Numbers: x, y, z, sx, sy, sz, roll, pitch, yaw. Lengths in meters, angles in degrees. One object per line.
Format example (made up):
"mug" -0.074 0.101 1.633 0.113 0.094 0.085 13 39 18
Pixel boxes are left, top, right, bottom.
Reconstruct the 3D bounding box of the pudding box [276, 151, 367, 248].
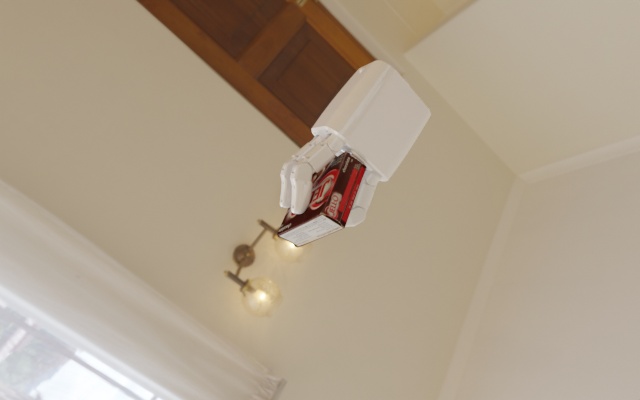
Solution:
"pudding box" 0.000 0.002 0.580 0.039 0.090 0.113 33 -32 -17
